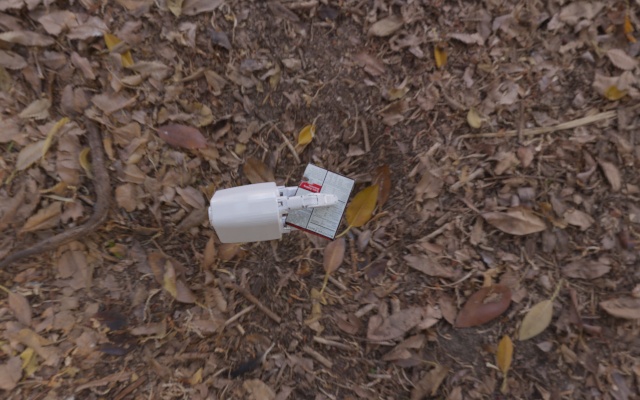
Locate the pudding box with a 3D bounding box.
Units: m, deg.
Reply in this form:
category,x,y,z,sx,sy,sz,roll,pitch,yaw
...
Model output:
category,x,y,z,sx,sy,sz,roll,pitch,yaw
pudding box,0.000,0.003,0.808,0.090,0.113,0.039,21,-6,1
